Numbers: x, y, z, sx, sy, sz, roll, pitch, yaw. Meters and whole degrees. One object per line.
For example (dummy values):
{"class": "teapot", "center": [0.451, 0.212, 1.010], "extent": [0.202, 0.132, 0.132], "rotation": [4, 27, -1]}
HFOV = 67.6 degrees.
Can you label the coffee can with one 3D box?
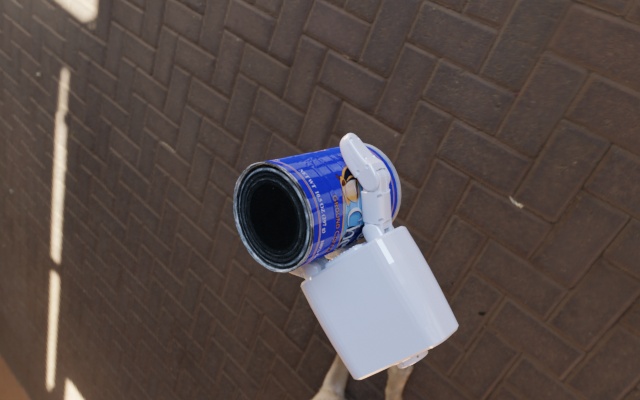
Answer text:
{"class": "coffee can", "center": [0.000, 0.001, 0.477], "extent": [0.103, 0.103, 0.140], "rotation": [0, 12, 42]}
